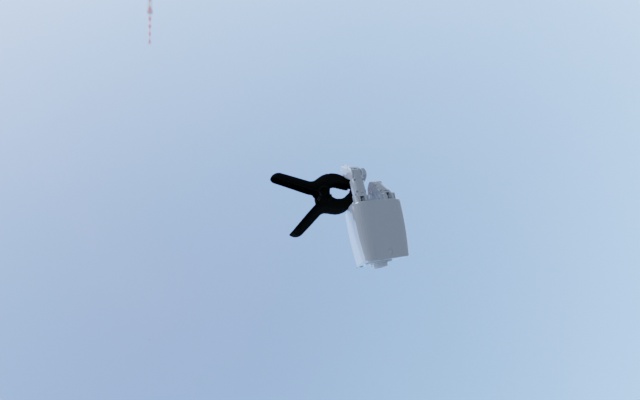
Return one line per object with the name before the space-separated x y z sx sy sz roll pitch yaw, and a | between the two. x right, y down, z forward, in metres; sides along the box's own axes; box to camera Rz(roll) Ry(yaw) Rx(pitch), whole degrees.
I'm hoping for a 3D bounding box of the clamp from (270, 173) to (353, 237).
clamp | 0.000 0.003 0.861 0.171 0.120 0.039 -5 -13 -21
